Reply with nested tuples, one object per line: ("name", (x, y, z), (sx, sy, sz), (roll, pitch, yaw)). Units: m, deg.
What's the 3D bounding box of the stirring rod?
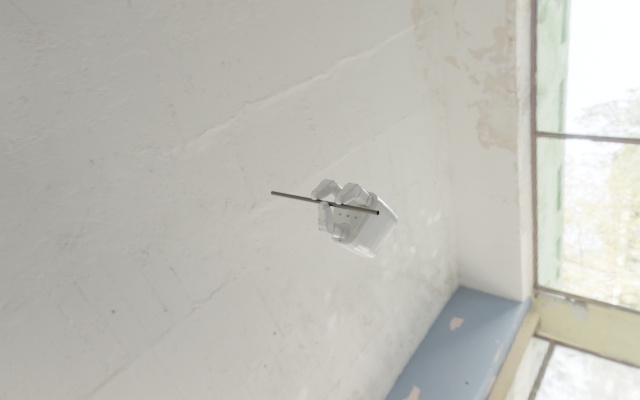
("stirring rod", (0.000, 0.003, 0.850), (0.239, 0.011, 0.011), (11, 6, 38))
